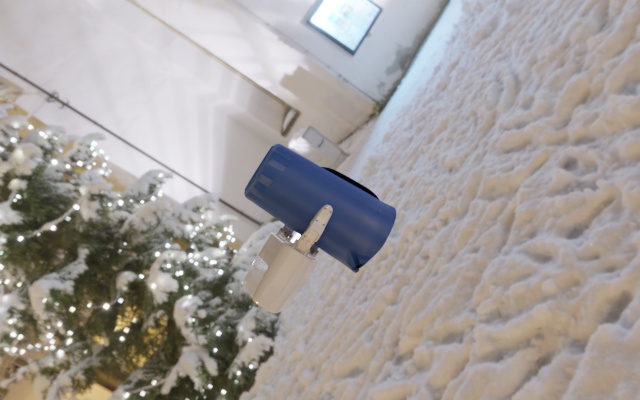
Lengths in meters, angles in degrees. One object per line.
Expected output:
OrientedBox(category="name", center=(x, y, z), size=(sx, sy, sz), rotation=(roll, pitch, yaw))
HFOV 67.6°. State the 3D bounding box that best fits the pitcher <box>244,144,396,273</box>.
OrientedBox(category="pitcher", center=(0.000, 0.003, 0.826), size=(0.243, 0.145, 0.149), rotation=(32, -3, -7))
